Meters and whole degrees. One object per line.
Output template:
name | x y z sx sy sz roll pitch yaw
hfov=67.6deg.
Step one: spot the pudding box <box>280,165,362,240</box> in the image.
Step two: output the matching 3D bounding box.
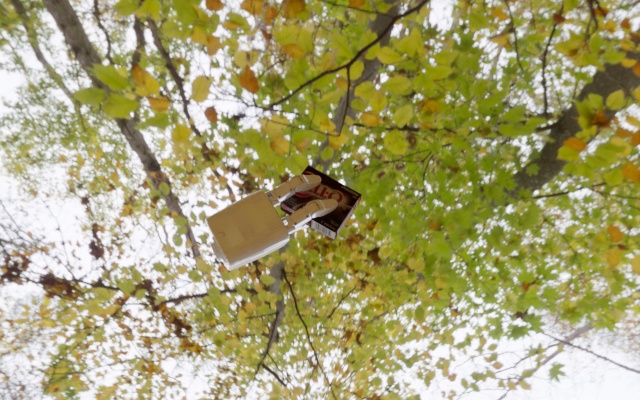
pudding box | 0.000 0.003 0.825 0.113 0.090 0.039 30 -26 11
